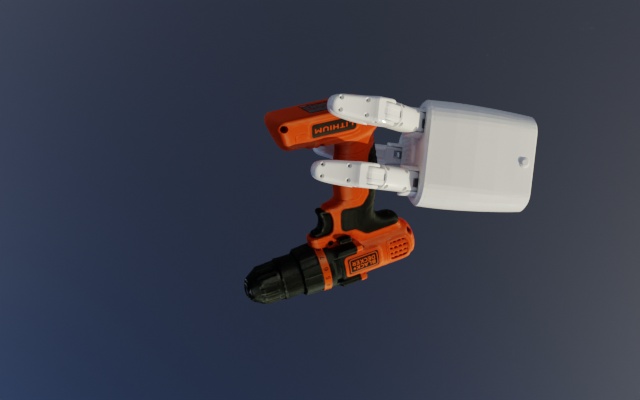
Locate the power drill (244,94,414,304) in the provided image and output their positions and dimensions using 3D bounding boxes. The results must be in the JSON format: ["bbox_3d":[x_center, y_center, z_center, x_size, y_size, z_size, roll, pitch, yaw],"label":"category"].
[{"bbox_3d":[0.000,0.001,0.466,0.184,0.188,0.057,-18,27,-17],"label":"power drill"}]
